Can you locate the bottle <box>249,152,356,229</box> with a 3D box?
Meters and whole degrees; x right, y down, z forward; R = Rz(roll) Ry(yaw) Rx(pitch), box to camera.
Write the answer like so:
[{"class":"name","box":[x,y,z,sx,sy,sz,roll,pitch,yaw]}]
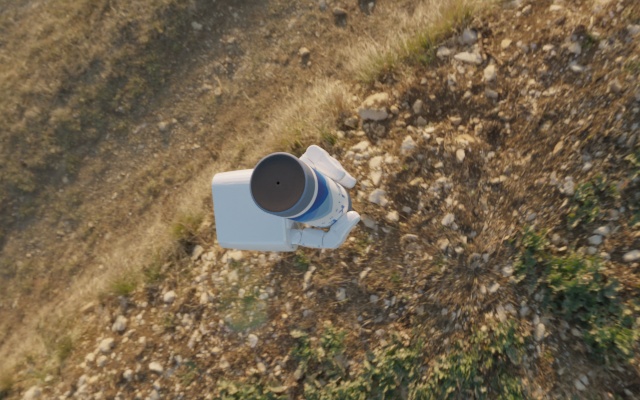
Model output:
[{"class":"bottle","box":[0.000,0.002,0.636,0.069,0.069,0.296,0,-8,18]}]
